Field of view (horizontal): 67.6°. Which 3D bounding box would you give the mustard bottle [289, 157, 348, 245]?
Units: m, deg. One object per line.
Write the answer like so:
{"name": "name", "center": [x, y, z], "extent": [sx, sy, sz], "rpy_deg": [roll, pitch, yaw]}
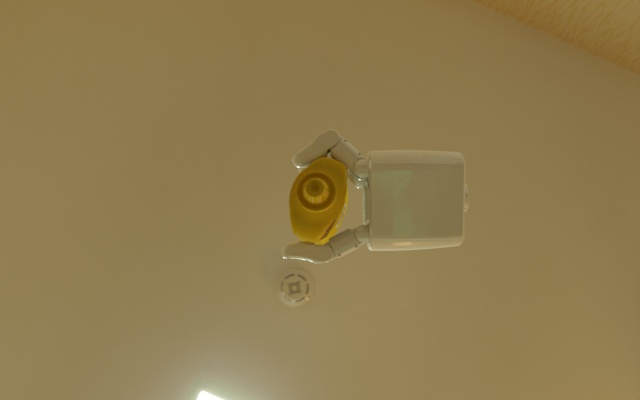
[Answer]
{"name": "mustard bottle", "center": [0.000, 0.002, 0.551], "extent": [0.058, 0.096, 0.191], "rpy_deg": [23, -6, 6]}
